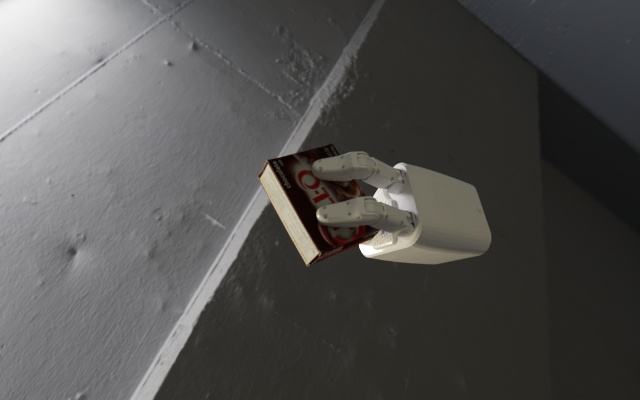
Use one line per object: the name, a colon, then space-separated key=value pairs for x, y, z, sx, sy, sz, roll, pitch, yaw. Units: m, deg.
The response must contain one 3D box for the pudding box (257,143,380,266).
pudding box: x=0.000 y=0.002 z=0.499 sx=0.090 sy=0.113 sz=0.039 roll=-19 pitch=-21 yaw=-38
